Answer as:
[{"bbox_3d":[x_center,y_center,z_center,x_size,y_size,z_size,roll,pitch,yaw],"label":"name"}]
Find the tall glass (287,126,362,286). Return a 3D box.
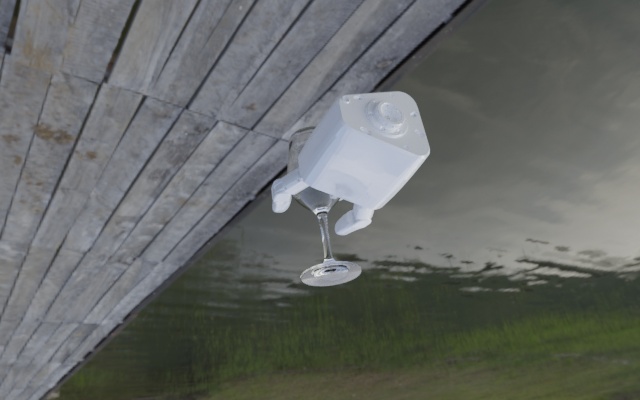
[{"bbox_3d":[0.000,0.003,0.612,0.079,0.201,0.079,-7,-29,-4],"label":"tall glass"}]
